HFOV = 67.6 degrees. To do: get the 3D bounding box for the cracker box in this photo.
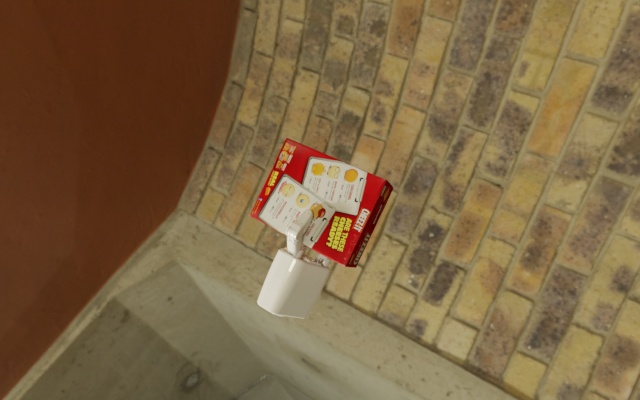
[{"bbox_3d":[0.000,0.003,0.866,0.213,0.164,0.072,25,0,24],"label":"cracker box"}]
